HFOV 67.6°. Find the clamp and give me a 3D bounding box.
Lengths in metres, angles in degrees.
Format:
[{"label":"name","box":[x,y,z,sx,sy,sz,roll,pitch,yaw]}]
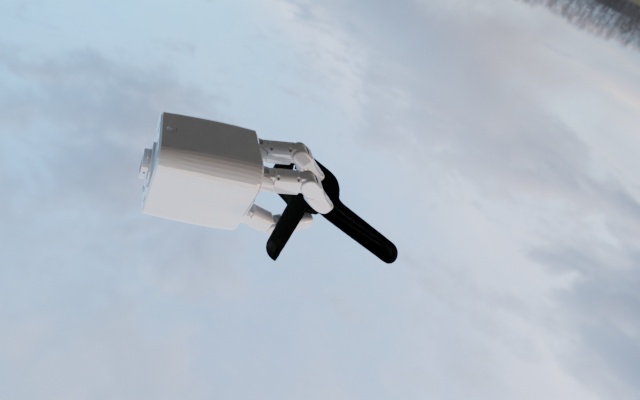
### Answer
[{"label":"clamp","box":[-0.001,0.002,0.594,0.164,0.036,0.209,11,36,-24]}]
